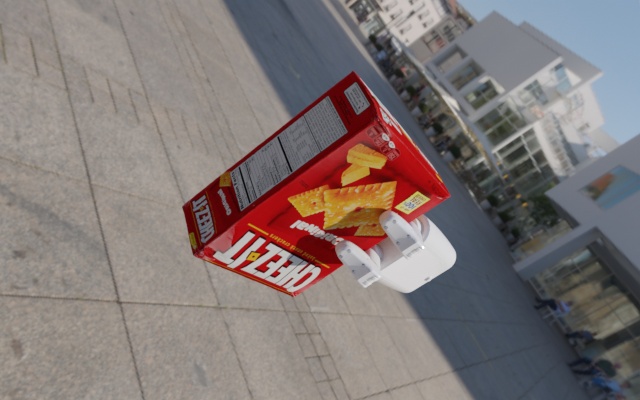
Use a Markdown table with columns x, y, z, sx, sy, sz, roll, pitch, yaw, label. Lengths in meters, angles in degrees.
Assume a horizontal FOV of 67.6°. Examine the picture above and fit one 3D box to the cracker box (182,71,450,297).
| x | y | z | sx | sy | sz | roll | pitch | yaw | label |
| --- | --- | --- | --- | --- | --- | --- | --- | --- | --- |
| 0.000 | 0.001 | 0.478 | 0.214 | 0.072 | 0.164 | -36 | -40 | 16 | cracker box |
